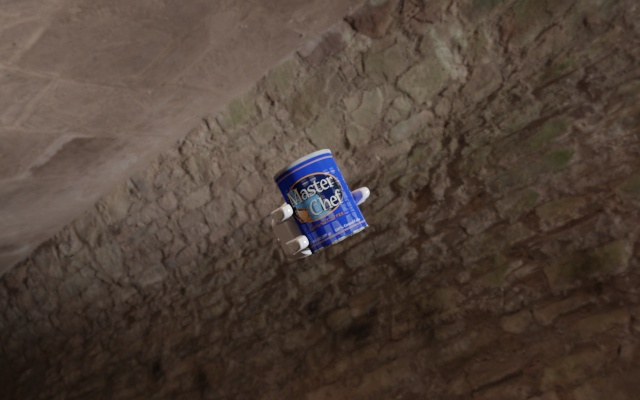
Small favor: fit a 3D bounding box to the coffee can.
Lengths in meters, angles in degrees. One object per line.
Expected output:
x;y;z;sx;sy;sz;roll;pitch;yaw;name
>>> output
0.000;0.002;0.770;0.103;0.140;0.103;-27;-5;-3;coffee can
